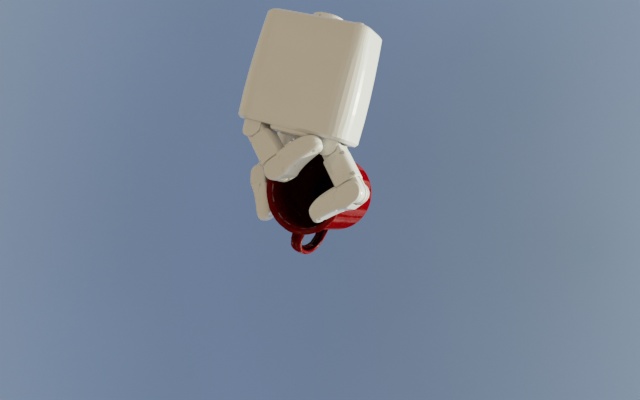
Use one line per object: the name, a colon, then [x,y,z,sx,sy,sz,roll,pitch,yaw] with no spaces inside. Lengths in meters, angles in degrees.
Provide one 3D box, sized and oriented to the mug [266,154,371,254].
mug: [0.000,0.003,0.513,0.093,0.117,0.081,18,6,30]
